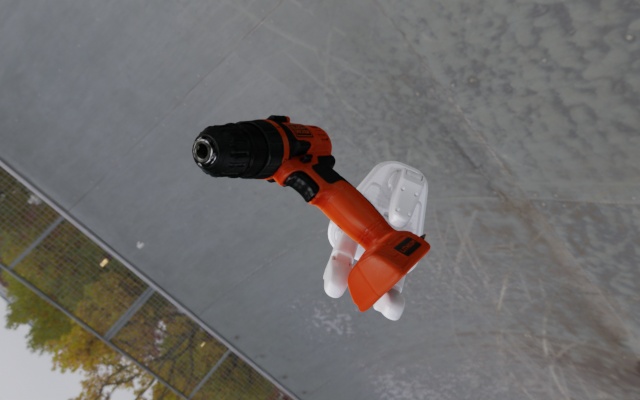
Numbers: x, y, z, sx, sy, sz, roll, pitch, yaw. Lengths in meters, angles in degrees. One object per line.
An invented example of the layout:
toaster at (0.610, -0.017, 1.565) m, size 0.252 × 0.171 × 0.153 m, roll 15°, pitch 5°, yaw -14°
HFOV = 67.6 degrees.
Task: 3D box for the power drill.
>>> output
power drill at (0.000, 0.002, 0.411) m, size 0.057 × 0.187 × 0.184 m, roll -48°, pitch -14°, yaw 25°
